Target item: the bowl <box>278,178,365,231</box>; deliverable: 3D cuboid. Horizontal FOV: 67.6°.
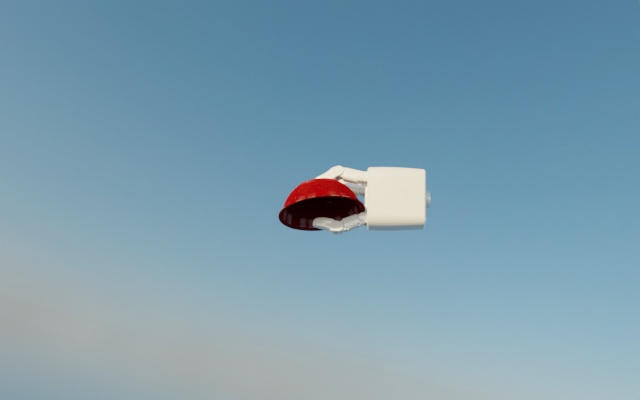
[{"bbox_3d":[-0.001,0.003,0.894,0.162,0.055,0.162,-6,-25,-3],"label":"bowl"}]
